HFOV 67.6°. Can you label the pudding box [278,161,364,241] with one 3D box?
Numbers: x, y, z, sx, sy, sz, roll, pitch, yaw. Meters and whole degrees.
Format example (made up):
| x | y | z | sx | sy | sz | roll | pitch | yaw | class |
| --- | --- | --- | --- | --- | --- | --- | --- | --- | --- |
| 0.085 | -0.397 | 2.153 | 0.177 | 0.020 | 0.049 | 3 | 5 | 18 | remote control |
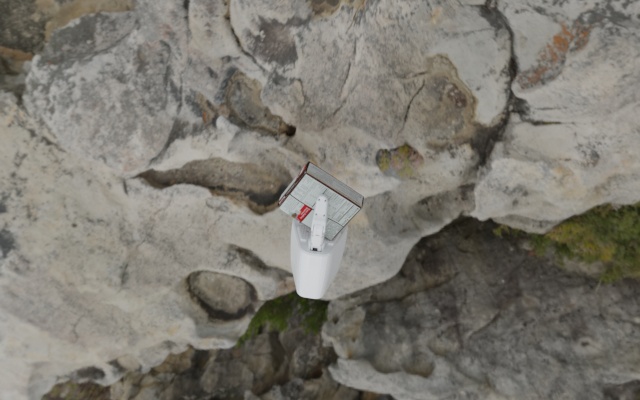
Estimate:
| x | y | z | sx | sy | sz | roll | pitch | yaw | class |
| --- | --- | --- | --- | --- | --- | --- | --- | --- | --- |
| 0.000 | 0.003 | 0.777 | 0.113 | 0.090 | 0.039 | 32 | 33 | -14 | pudding box |
